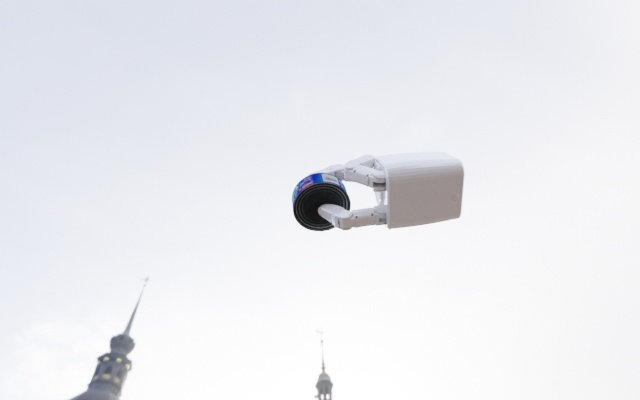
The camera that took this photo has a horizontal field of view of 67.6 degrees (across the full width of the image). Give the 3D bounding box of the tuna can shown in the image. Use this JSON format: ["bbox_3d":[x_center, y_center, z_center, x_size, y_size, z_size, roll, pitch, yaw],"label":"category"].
[{"bbox_3d":[0.000,0.002,0.709,0.086,0.086,0.033,0,33,-9],"label":"tuna can"}]
